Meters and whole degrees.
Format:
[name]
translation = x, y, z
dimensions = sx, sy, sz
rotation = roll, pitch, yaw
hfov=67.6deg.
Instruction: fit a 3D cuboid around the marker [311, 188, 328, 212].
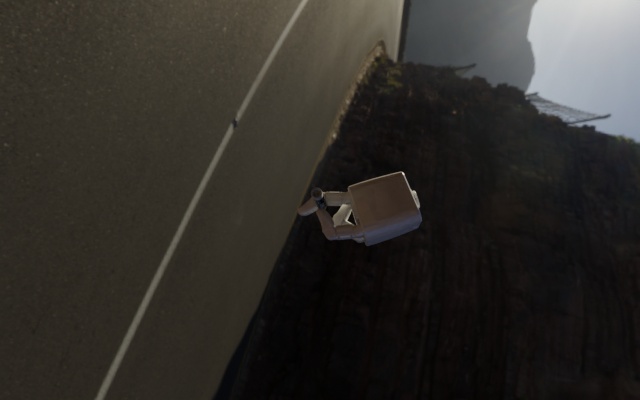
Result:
[marker]
translation = 0.000, 0.003, 0.844
dimensions = 0.020, 0.020, 0.121
rotation = 0, -15, 7
